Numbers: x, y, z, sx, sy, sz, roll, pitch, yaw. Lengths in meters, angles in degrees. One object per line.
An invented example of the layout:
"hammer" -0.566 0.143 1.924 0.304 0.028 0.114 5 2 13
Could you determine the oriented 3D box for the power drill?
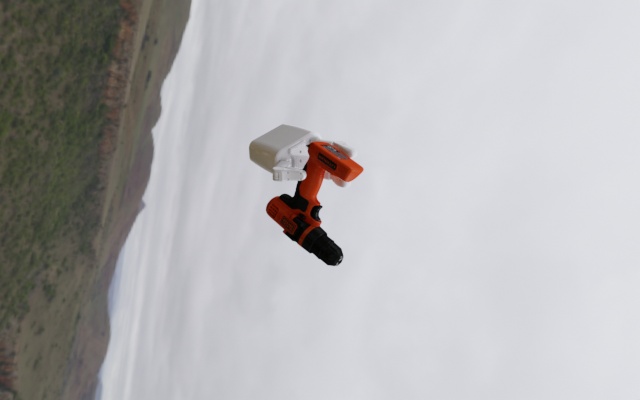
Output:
"power drill" 0.000 0.002 0.864 0.184 0.188 0.057 38 22 21
